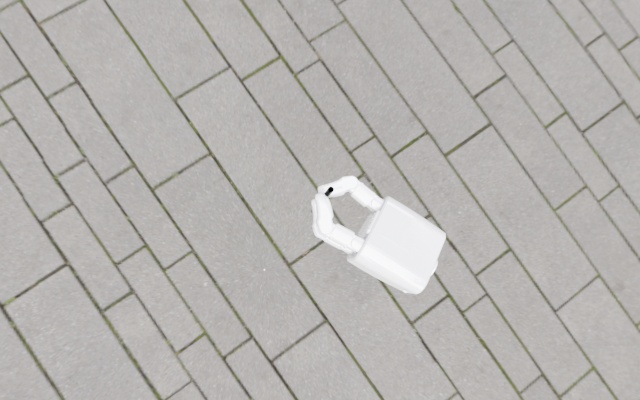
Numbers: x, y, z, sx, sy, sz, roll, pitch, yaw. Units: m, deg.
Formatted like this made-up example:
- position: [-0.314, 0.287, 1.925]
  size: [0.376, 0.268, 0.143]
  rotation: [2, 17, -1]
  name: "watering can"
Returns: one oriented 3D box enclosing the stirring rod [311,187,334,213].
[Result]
- position: [0.000, 0.002, 0.753]
  size: [0.011, 0.011, 0.239]
  rotation: [0, -8, -7]
  name: "stirring rod"
